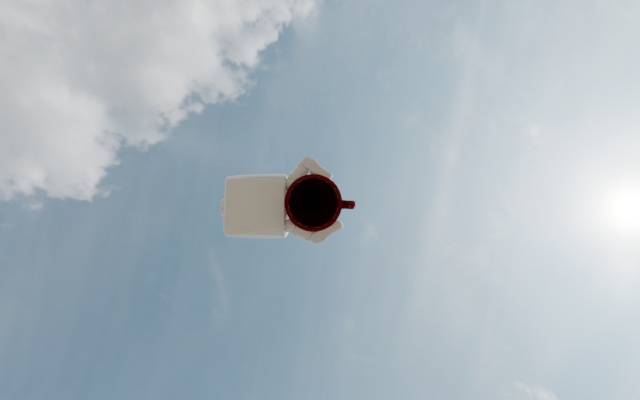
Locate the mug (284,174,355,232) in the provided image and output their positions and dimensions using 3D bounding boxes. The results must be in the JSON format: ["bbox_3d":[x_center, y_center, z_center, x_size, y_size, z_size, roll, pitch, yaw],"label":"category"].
[{"bbox_3d":[0.002,0.003,0.804,0.117,0.093,0.081,1,2,-1],"label":"mug"}]
